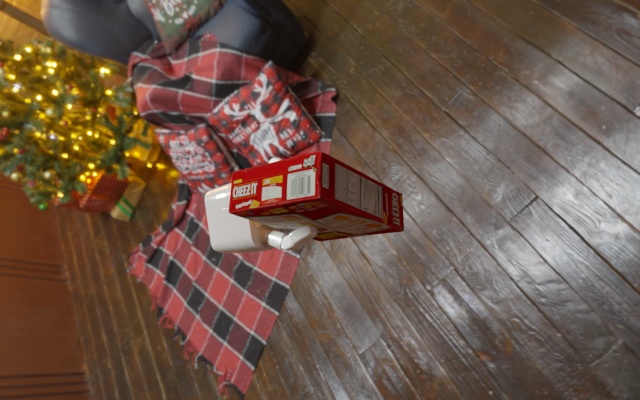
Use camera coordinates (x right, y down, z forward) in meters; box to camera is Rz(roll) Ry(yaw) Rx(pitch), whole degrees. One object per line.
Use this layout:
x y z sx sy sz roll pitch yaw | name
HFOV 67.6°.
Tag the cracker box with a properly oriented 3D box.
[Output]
0.000 0.002 0.703 0.164 0.072 0.214 -10 -20 36 | cracker box
